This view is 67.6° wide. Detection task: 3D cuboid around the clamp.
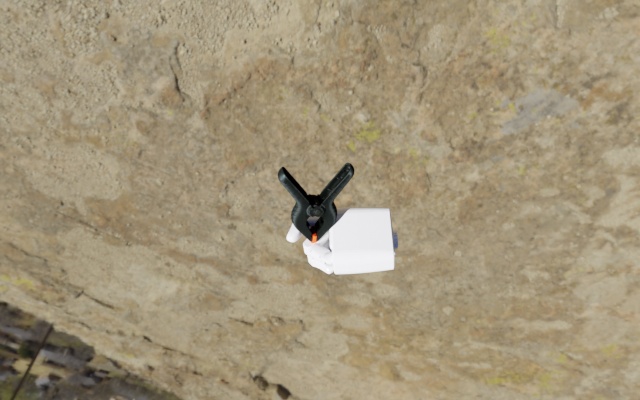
[{"bbox_3d":[0.000,0.003,0.794,0.120,0.039,0.172,-6,-43,2],"label":"clamp"}]
